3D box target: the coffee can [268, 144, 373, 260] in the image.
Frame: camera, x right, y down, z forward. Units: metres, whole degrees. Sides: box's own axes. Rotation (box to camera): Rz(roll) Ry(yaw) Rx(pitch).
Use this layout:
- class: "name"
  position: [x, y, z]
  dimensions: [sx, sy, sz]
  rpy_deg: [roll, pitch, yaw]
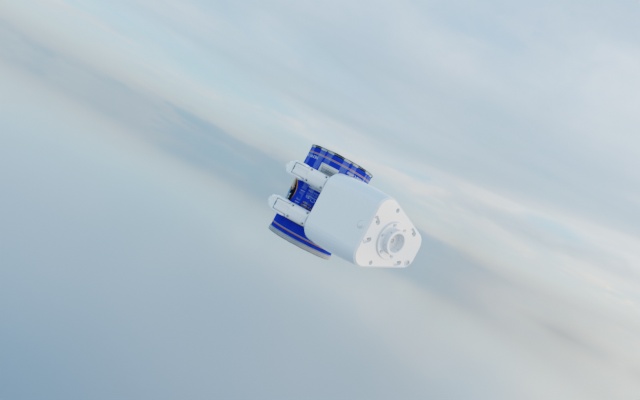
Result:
- class: "coffee can"
  position: [0.000, 0.002, 0.709]
  dimensions: [0.103, 0.140, 0.103]
  rpy_deg: [28, -1, 0]
